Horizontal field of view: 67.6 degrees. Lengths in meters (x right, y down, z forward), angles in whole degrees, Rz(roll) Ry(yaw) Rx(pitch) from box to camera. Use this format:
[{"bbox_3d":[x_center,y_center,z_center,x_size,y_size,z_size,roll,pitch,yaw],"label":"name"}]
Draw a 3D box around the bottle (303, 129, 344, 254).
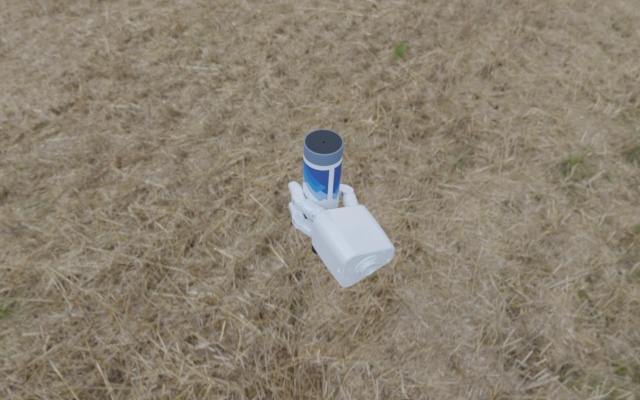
[{"bbox_3d":[0.000,0.003,0.895,0.069,0.069,0.296,0,-43,-3],"label":"bottle"}]
